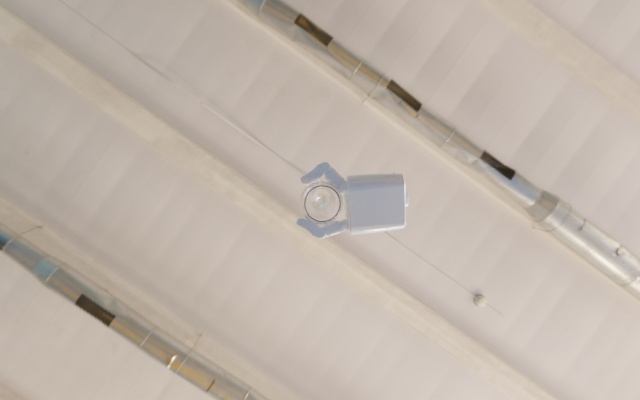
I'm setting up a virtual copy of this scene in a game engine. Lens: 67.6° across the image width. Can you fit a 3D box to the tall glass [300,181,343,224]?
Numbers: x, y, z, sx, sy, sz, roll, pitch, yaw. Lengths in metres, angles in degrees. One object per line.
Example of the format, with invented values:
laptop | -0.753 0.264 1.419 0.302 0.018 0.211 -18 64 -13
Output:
tall glass | 0.000 0.003 0.898 0.079 0.079 0.201 0 2 -2
